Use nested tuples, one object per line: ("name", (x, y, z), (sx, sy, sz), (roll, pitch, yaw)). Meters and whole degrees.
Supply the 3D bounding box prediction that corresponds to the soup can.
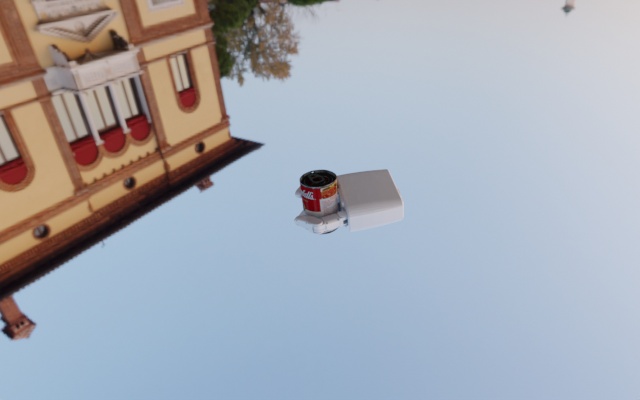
("soup can", (0.000, 0.003, 0.883), (0.068, 0.102, 0.068), (-4, 31, 3))
